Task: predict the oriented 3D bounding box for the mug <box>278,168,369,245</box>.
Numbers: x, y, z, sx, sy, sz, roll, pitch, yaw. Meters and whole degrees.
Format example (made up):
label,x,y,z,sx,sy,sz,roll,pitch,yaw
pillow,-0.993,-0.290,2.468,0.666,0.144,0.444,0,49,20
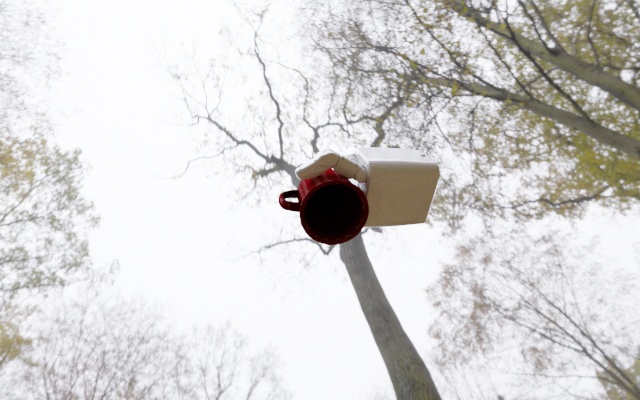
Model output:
label,x,y,z,sx,sy,sz,roll,pitch,yaw
mug,-0.001,0.002,0.658,0.117,0.093,0.081,1,21,-11
